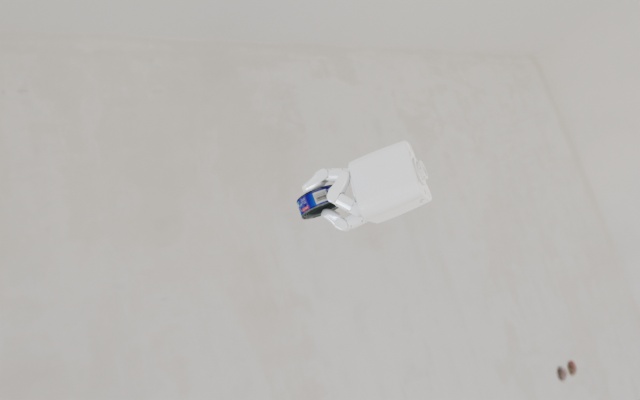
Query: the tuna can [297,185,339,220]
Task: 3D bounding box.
[{"bbox_3d":[0.000,0.002,0.876,0.086,0.033,0.086,-20,-13,-5],"label":"tuna can"}]
